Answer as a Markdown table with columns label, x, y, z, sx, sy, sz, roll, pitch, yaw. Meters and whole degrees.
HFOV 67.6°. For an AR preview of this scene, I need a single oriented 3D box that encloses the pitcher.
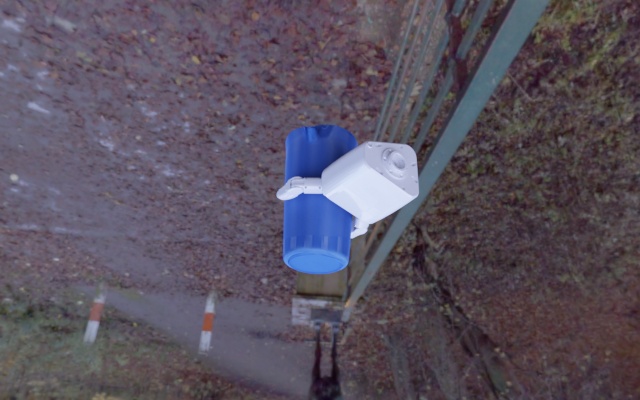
| label | x | y | z | sx | sy | sz | roll | pitch | yaw |
| --- | --- | --- | --- | --- | --- | --- | --- | --- | --- |
| pitcher | 0.000 | 0.003 | 0.839 | 0.149 | 0.242 | 0.145 | 19 | -32 | -28 |
